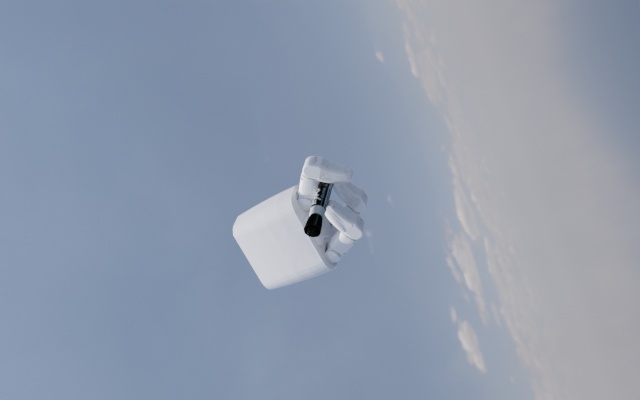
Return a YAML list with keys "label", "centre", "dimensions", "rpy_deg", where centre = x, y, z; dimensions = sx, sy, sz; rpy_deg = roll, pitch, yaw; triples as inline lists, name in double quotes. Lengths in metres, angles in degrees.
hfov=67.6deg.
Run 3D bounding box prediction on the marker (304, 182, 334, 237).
- label: "marker"
  centre: [0.000, 0.002, 0.558]
  dimensions: [0.020, 0.020, 0.121]
  rpy_deg: [0, 35, 11]
